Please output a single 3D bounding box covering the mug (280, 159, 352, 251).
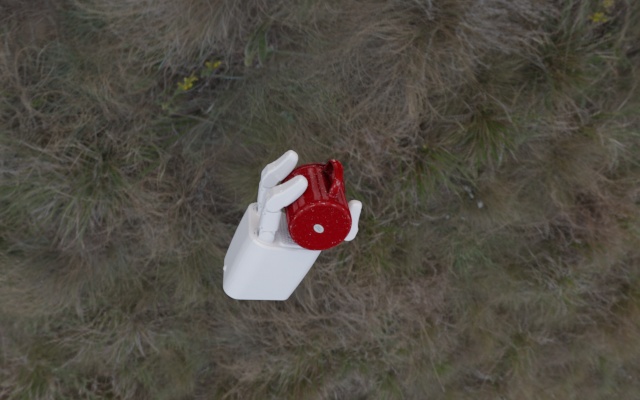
[{"bbox_3d":[0.001,0.001,0.617,0.093,0.117,0.081,17,31,-22],"label":"mug"}]
